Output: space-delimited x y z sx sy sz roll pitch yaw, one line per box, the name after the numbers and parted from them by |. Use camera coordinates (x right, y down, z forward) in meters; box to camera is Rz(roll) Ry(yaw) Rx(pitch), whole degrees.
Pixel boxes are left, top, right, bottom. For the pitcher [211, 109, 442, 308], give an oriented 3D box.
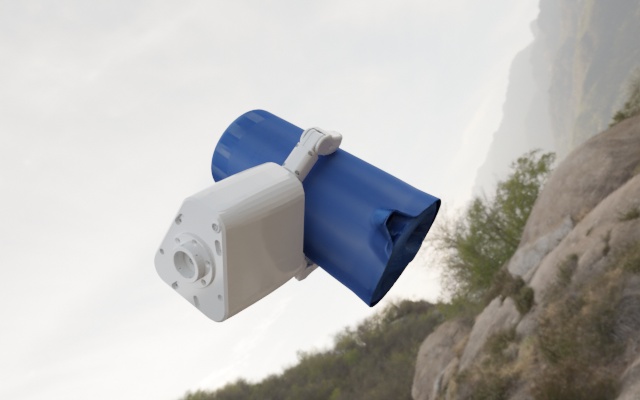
0.000 0.002 0.540 0.242 0.149 0.145 33 33 20 | pitcher
